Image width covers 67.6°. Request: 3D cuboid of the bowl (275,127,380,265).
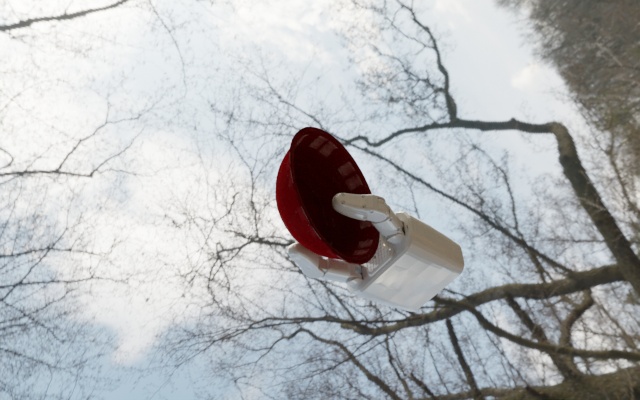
[{"bbox_3d":[-0.001,0.001,0.533,0.055,0.162,0.162,-25,-13,30],"label":"bowl"}]
